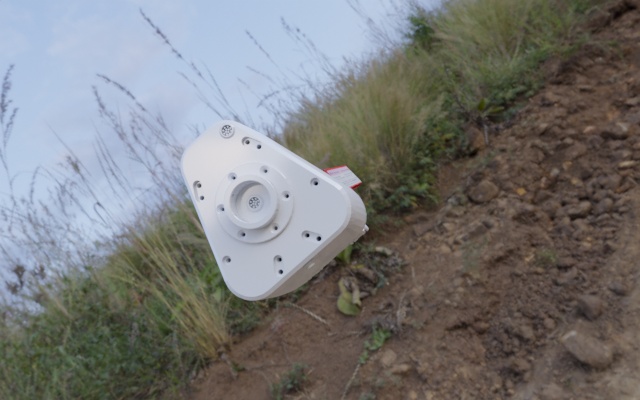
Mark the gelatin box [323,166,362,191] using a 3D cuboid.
[{"bbox_3d":[0.000,0.001,0.479,0.073,0.030,0.089,-45,-5,16],"label":"gelatin box"}]
